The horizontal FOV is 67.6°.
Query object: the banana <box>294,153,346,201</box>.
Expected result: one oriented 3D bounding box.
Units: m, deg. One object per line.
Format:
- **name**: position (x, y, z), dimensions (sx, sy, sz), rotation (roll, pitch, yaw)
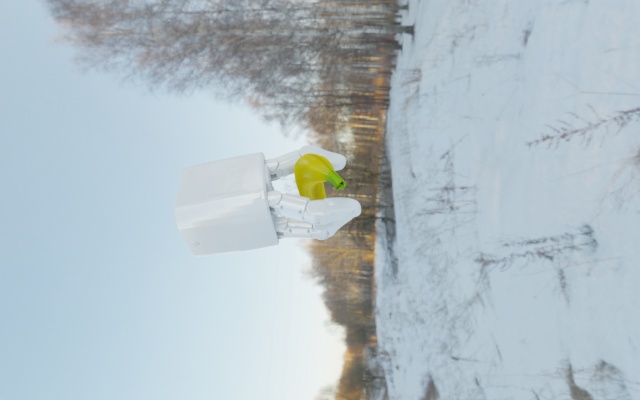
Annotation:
- **banana**: position (-0.008, -0.015, 0.597), dimensions (0.037, 0.069, 0.198), rotation (-24, -11, -8)
